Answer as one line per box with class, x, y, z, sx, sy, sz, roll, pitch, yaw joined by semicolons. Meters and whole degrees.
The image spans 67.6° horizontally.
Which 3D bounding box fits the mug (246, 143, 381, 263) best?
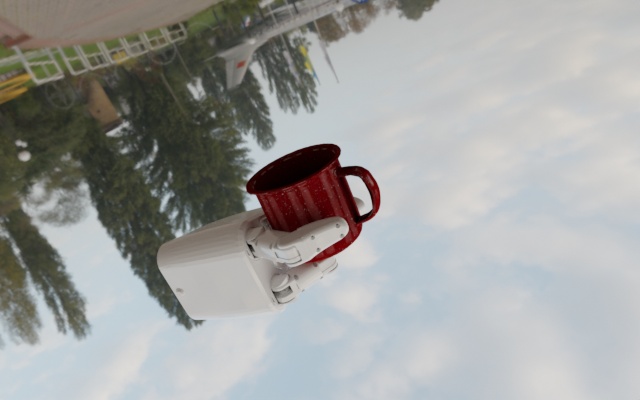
mug;0.001;0.001;0.440;0.117;0.081;0.093;-12;25;26
